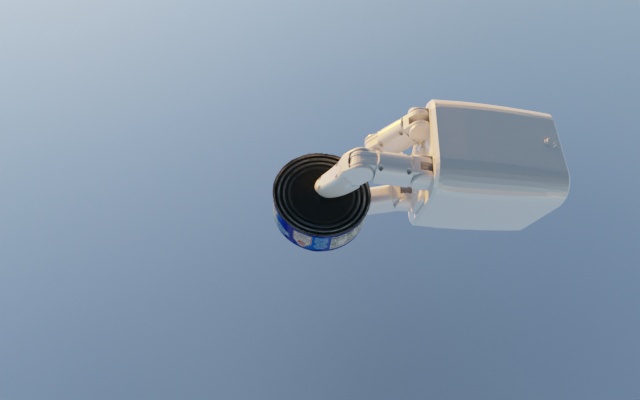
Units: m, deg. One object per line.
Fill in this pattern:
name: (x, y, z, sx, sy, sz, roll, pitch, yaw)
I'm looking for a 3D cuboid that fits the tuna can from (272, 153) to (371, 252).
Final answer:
tuna can: (0.000, 0.002, 0.426, 0.086, 0.086, 0.034, 0, -32, -6)
